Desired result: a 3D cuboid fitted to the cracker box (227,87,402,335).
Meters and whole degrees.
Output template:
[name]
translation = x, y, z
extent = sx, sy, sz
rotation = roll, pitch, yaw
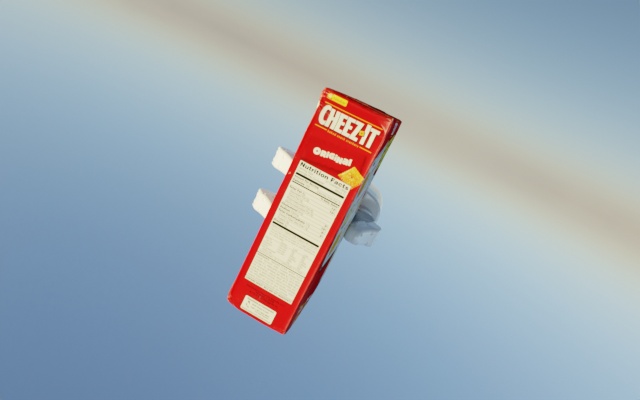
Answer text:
[cracker box]
translation = 0.000, 0.002, 0.479
extent = 0.072, 0.214, 0.164
rotation = 27, 13, 6
